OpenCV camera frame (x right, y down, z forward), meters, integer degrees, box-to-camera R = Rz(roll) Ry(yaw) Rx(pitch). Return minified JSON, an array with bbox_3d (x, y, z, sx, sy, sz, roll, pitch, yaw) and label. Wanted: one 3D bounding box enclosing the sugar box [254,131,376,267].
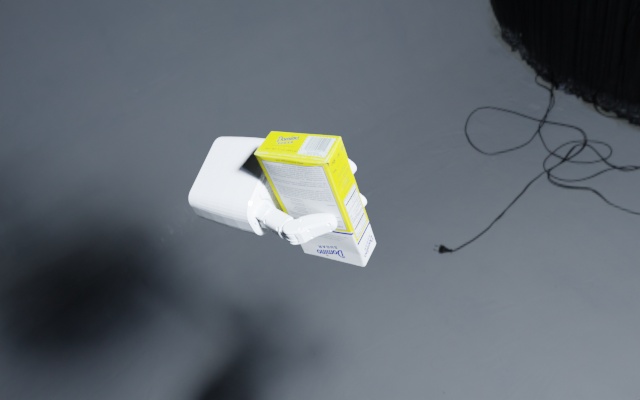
[{"bbox_3d":[0.000,0.001,0.559,0.093,0.048,0.176,10,-36,30],"label":"sugar box"}]
